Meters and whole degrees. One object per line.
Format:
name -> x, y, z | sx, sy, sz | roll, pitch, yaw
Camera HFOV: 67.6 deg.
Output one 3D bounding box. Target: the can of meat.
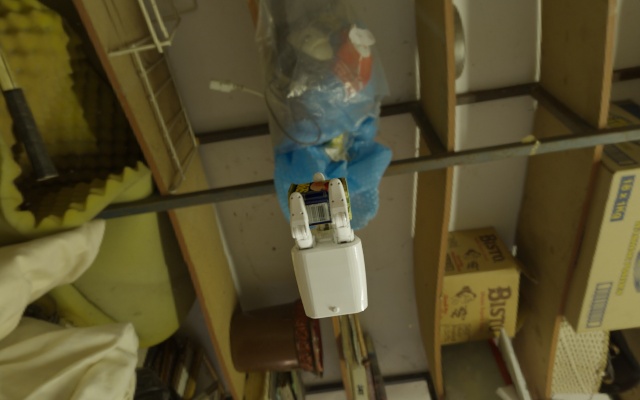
can of meat -> 0.000, 0.002, 0.696 | 0.084, 0.057, 0.102 | -9, 12, 3
